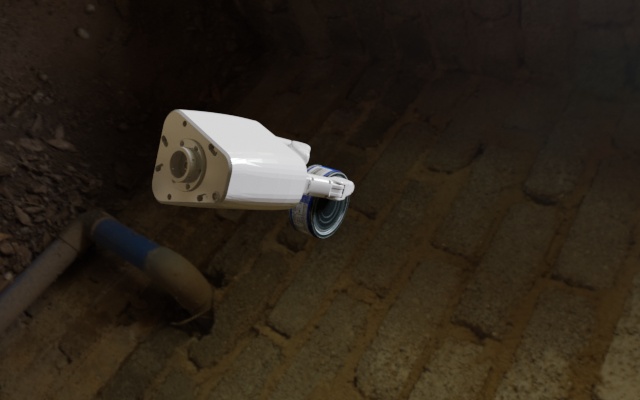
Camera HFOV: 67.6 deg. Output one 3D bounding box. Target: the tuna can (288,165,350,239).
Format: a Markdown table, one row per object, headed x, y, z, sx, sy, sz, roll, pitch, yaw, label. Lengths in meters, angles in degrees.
| x | y | z | sx | sy | sz | roll | pitch | yaw | label |
| --- | --- | --- | --- | --- | --- | --- | --- | --- | --- |
| 0.001 | 0.002 | 0.579 | 0.033 | 0.086 | 0.086 | 18 | 9 | 31 | tuna can |
